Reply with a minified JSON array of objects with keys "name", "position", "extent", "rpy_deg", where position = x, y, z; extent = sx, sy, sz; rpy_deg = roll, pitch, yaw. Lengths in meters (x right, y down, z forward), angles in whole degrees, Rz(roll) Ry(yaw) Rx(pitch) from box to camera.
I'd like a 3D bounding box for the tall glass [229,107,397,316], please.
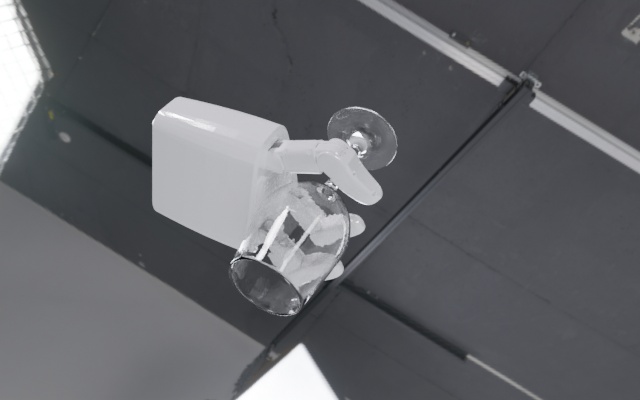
[{"name":"tall glass","position":[0.000,0.001,0.413],"extent":[0.079,0.079,0.201],"rpy_deg":[0,39,32]}]
